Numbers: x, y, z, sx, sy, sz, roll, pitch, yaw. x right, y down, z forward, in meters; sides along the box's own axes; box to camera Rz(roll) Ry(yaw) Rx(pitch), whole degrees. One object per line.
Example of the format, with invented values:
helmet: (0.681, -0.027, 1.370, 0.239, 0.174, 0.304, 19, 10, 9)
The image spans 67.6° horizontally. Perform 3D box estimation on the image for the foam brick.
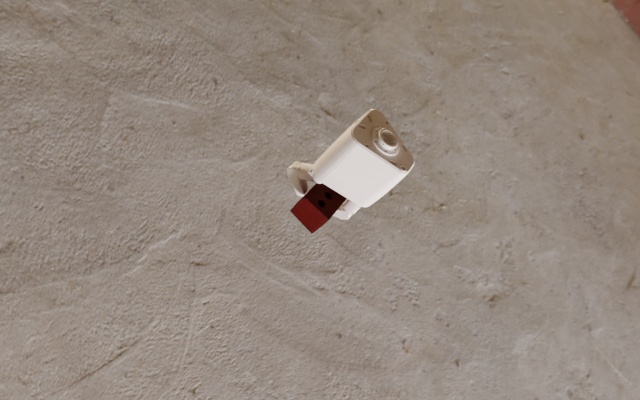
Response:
foam brick: (0.000, 0.003, 0.760, 0.051, 0.053, 0.078, -41, 6, 48)
